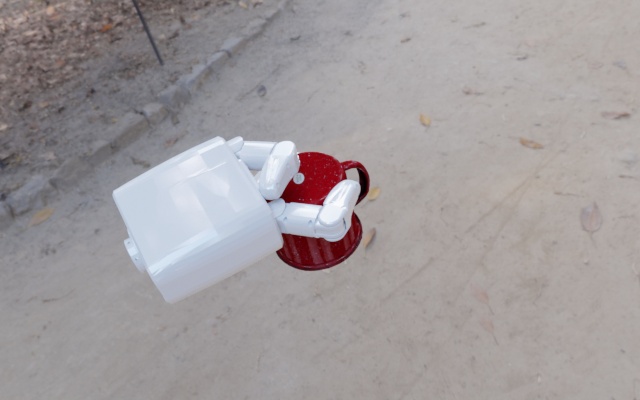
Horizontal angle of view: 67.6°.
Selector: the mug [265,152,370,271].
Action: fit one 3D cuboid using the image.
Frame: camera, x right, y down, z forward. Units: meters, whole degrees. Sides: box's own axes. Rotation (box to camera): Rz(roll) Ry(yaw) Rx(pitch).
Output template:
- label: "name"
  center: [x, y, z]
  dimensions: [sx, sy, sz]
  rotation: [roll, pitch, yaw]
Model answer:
- label: "mug"
  center: [0.001, 0.001, 0.468]
  dimensions: [0.117, 0.082, 0.093]
  rotation: [-30, 45, -16]
